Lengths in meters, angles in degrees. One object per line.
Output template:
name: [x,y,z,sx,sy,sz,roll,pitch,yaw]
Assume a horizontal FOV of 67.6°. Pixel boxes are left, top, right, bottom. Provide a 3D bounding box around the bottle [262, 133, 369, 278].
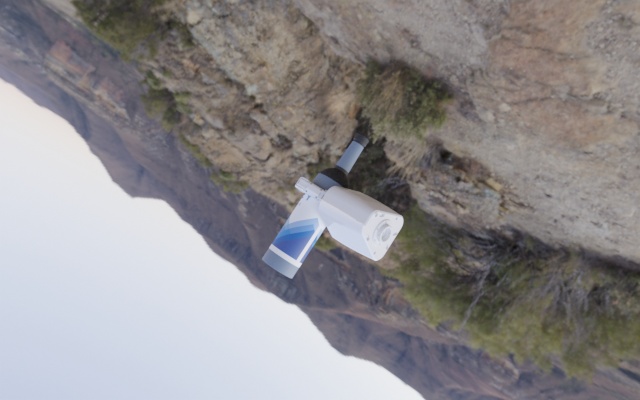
bottle: [0.000,0.003,0.890,0.069,0.295,0.069,33,-4,3]
